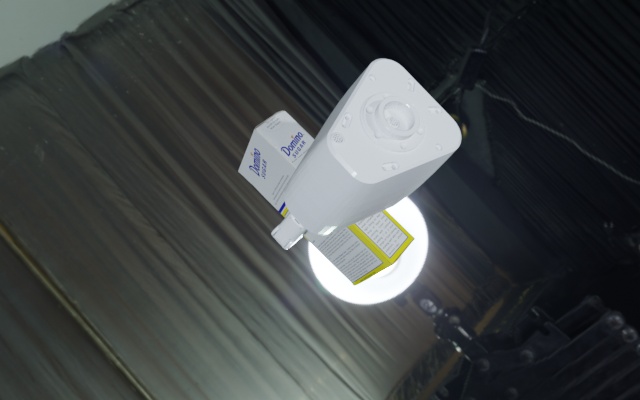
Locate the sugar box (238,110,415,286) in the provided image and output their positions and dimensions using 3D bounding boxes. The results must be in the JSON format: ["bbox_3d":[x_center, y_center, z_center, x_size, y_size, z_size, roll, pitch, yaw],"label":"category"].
[{"bbox_3d":[0.001,0.001,0.474,0.048,0.176,0.093,-41,-4,-30],"label":"sugar box"}]
